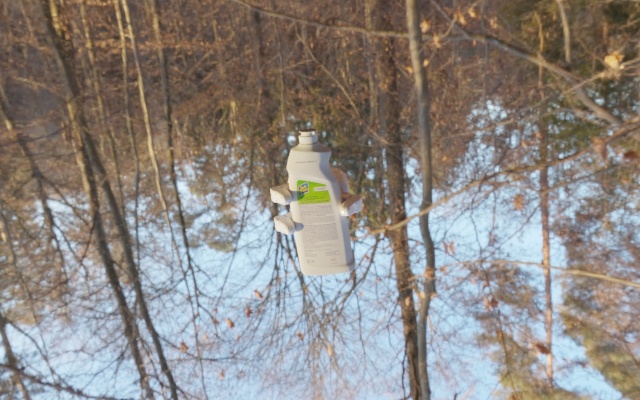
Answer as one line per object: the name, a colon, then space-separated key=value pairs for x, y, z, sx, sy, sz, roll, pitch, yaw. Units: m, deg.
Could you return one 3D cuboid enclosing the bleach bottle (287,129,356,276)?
bleach bottle: x=0.000 y=0.003 z=0.821 sx=0.102 sy=0.251 sz=0.068 roll=-5 pitch=19 yaw=2
